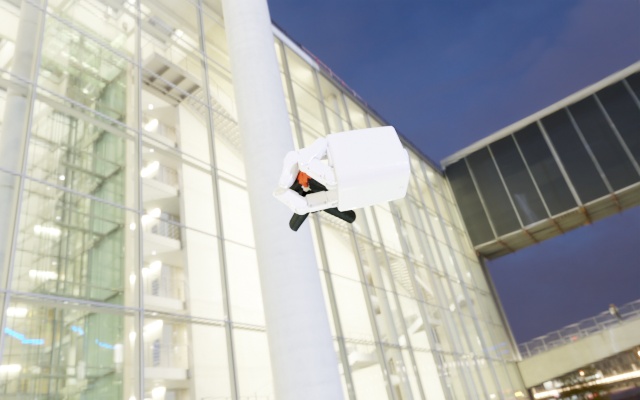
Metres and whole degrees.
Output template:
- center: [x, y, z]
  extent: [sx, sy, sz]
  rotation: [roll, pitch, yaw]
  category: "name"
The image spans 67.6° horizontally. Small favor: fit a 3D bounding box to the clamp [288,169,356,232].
- center: [0.000, 0.002, 0.794]
  extent: [0.120, 0.039, 0.172]
  rotation: [-10, -28, -2]
  category: "clamp"
